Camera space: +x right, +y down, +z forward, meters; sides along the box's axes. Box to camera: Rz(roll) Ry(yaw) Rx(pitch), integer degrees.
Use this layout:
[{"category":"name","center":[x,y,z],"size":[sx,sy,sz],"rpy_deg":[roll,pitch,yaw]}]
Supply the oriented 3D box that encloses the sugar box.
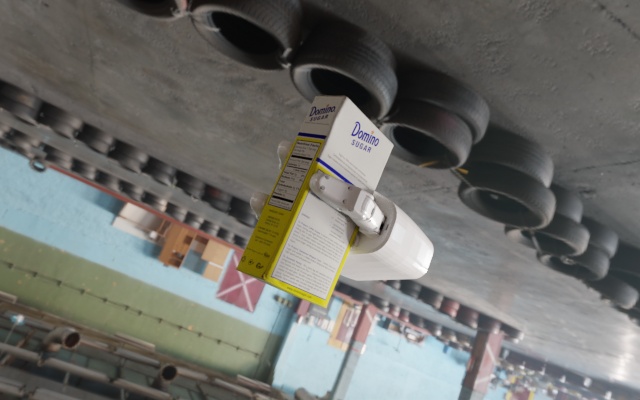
[{"category":"sugar box","center":[0.000,0.002,0.445],"size":[0.048,0.176,0.093],"rpy_deg":[11,-17,42]}]
